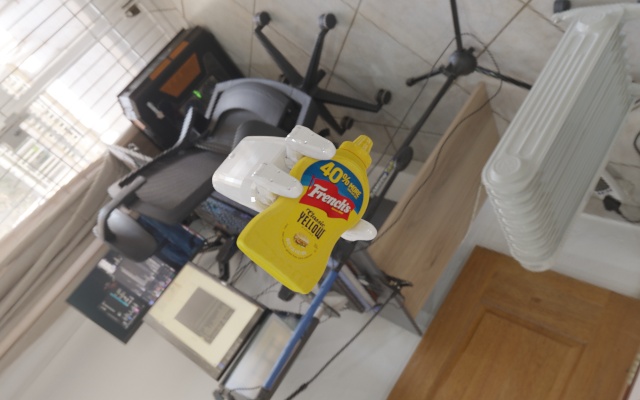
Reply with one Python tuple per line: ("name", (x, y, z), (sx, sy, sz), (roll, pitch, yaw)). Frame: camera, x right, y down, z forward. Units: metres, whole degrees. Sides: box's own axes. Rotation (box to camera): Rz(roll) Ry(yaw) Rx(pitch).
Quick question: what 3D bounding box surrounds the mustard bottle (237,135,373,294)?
("mustard bottle", (0.000, 0.002, 0.536), (0.096, 0.191, 0.058), (41, -18, -14))
